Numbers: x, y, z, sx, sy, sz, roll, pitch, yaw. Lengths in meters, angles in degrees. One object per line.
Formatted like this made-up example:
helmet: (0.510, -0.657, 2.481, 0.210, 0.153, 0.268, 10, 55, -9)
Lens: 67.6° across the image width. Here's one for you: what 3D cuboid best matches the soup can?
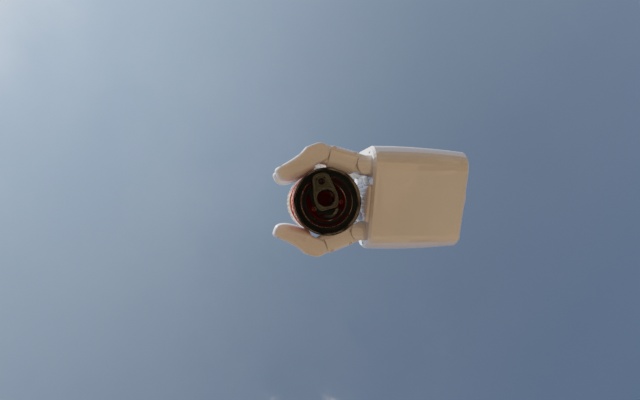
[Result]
soup can: (0.000, 0.002, 0.518, 0.068, 0.068, 0.102, 0, -1, -8)
